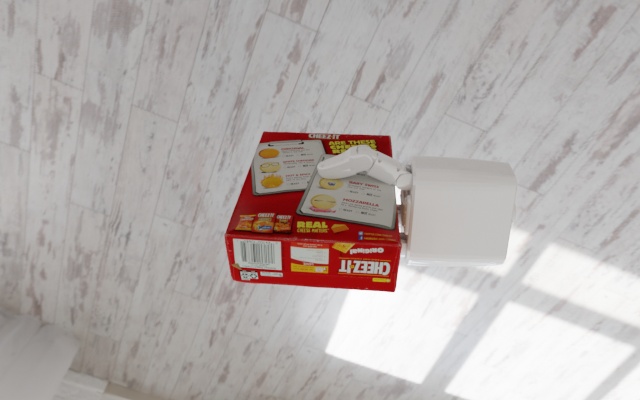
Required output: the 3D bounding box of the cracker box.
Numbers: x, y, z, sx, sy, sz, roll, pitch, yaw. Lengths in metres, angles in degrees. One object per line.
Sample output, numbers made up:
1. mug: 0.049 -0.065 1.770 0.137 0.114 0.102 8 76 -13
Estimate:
1. cracker box: 0.000 0.002 0.533 0.164 0.072 0.213 3 35 3
